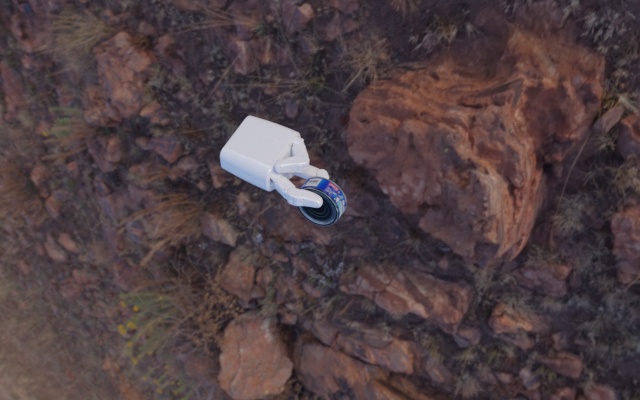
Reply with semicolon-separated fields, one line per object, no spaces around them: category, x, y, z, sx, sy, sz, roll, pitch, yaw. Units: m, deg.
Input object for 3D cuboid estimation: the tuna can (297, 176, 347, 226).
tuna can;0.000;0.003;0.827;0.086;0.086;0.033;0;36;34
